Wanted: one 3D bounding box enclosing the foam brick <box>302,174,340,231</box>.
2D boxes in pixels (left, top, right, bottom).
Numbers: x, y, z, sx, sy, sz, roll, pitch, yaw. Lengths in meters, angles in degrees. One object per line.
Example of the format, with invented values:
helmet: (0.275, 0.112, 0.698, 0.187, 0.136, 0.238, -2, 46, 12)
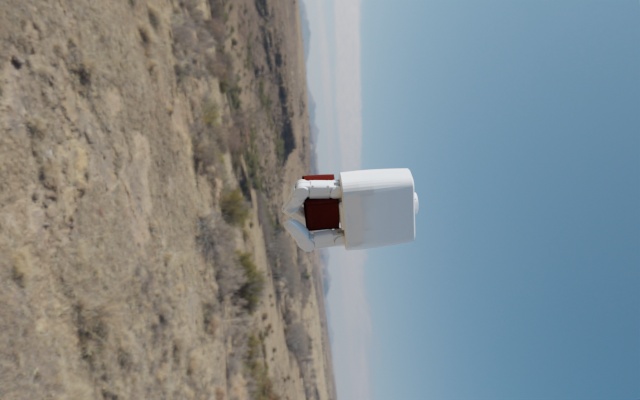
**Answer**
foam brick: (0.000, 0.002, 0.736, 0.051, 0.053, 0.078, -6, 38, 0)
